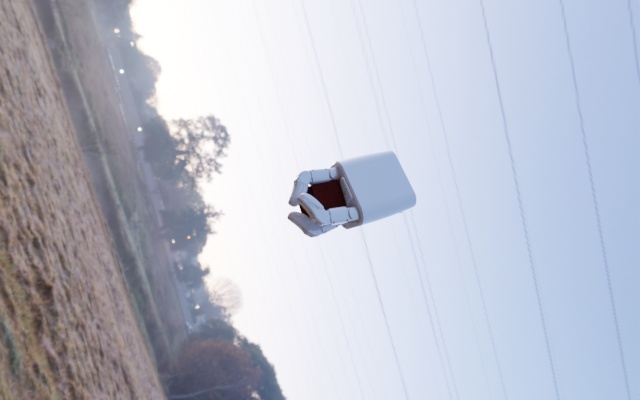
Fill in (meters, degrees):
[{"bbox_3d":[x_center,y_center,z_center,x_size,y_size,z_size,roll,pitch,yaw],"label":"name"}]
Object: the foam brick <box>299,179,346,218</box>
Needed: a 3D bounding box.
[{"bbox_3d":[0.000,0.003,0.781,0.051,0.053,0.078,-15,-4,-21],"label":"foam brick"}]
